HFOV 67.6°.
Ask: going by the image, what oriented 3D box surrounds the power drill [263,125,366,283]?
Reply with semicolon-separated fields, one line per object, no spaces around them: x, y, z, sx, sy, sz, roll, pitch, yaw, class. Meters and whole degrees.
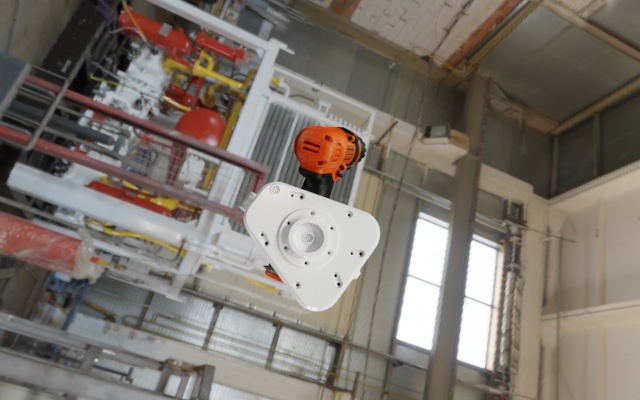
0.000;0.002;0.578;0.057;0.188;0.184;17;10;18;power drill
